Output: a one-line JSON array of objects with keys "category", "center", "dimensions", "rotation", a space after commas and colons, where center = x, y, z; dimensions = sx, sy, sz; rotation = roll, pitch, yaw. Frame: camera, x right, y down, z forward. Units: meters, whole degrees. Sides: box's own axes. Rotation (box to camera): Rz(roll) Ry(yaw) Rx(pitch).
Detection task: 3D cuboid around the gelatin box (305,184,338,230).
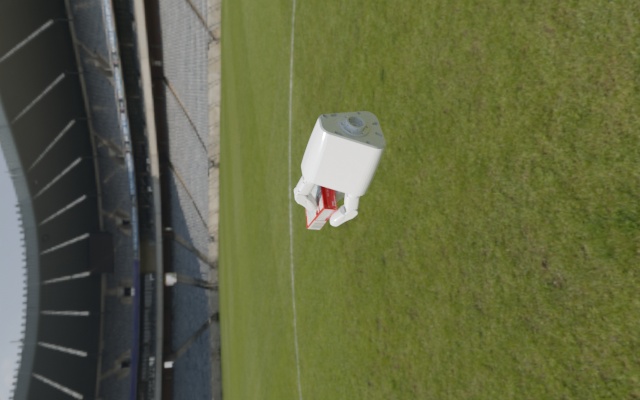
[{"category": "gelatin box", "center": [0.000, 0.003, 0.883], "dimensions": [0.030, 0.073, 0.089], "rotation": [6, -30, -21]}]
